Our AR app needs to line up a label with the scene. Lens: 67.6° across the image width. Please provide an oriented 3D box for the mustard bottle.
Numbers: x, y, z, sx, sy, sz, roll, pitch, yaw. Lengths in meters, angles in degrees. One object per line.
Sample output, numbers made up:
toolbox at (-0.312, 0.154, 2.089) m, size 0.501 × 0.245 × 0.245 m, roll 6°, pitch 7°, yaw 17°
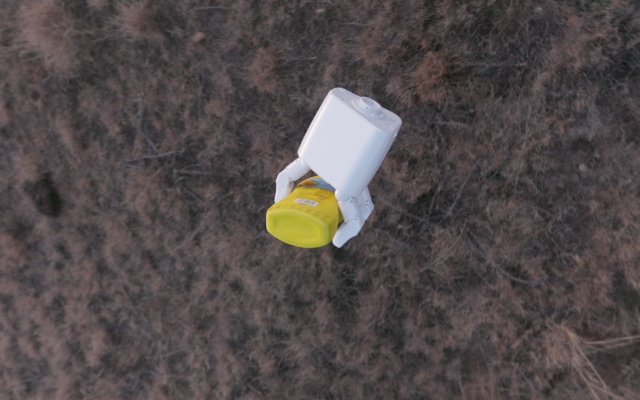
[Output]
mustard bottle at (0.000, 0.003, 0.726) m, size 0.096 × 0.058 × 0.191 m, roll 10°, pitch 26°, yaw 18°
